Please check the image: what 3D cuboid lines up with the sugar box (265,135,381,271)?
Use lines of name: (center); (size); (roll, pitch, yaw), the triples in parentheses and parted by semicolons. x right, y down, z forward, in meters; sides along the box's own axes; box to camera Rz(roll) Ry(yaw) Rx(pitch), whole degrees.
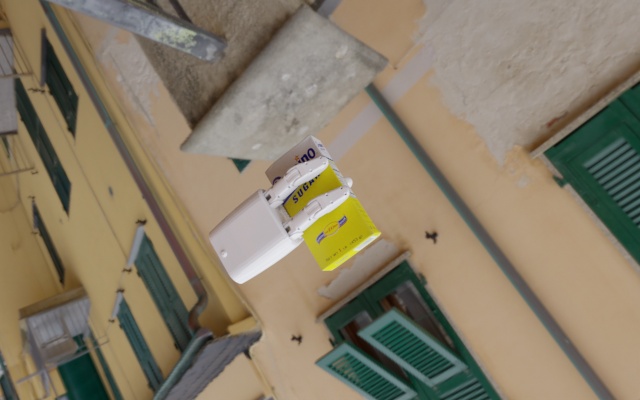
sugar box: (0.000, 0.002, 0.688); (0.093, 0.176, 0.048); (-38, -17, 15)
